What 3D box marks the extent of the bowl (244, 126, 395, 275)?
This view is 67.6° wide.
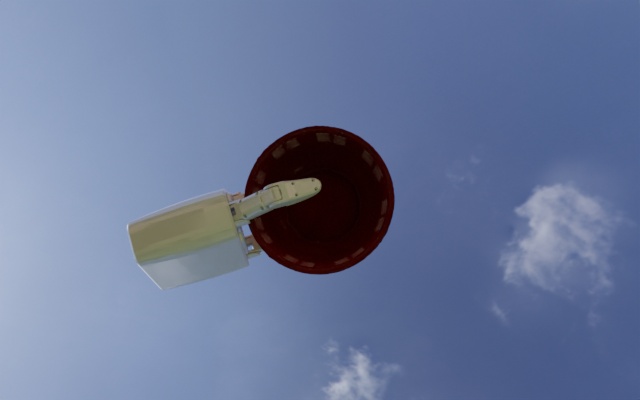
[{"bbox_3d":[0.001,0.002,0.533,0.162,0.162,0.055,0,-10,6],"label":"bowl"}]
